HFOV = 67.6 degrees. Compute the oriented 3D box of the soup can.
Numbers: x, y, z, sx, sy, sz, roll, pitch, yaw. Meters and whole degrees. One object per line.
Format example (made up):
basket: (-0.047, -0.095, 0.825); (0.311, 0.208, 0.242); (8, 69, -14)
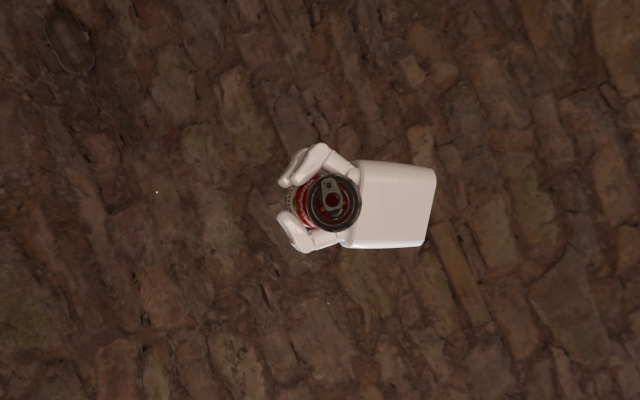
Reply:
soup can: (0.000, 0.002, 0.586); (0.068, 0.068, 0.102); (0, 1, -19)
